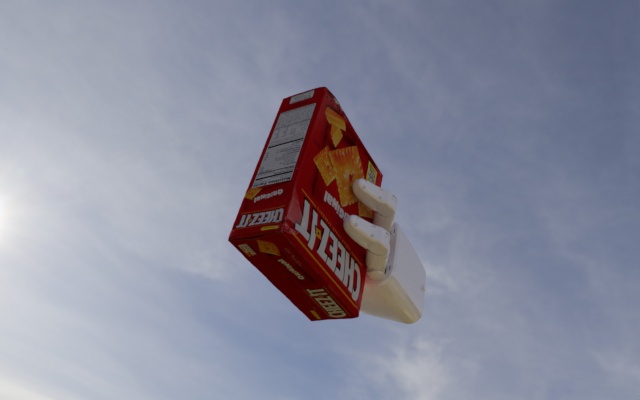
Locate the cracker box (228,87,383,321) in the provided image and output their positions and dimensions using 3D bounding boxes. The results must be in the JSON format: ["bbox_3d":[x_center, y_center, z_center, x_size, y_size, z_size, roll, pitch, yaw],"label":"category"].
[{"bbox_3d":[0.000,0.002,0.543,0.072,0.213,0.164,-12,-46,29],"label":"cracker box"}]
